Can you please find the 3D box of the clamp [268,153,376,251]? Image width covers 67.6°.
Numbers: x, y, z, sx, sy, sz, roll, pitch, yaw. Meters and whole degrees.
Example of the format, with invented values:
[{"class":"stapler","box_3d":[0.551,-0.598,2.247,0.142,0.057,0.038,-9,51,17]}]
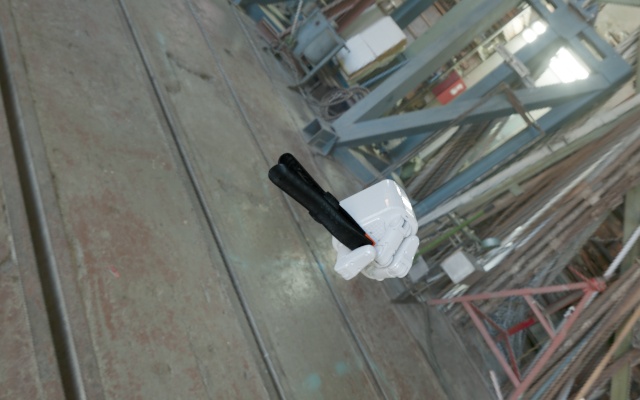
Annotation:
[{"class":"clamp","box_3d":[0.001,0.002,0.615,0.039,0.171,0.120,-40,18,15]}]
